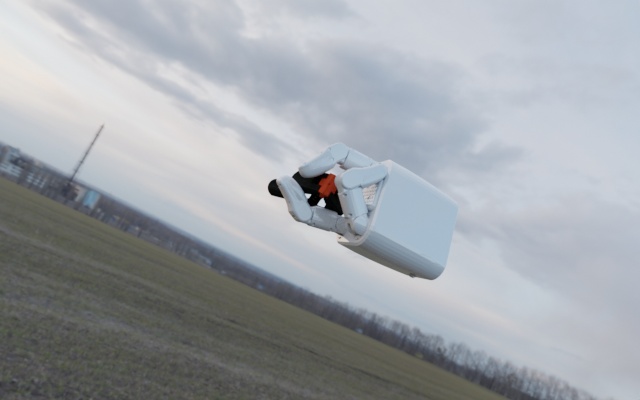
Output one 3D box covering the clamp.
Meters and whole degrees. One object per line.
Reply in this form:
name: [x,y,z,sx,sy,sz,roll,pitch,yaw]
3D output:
clamp: [0.000,0.001,0.618,0.120,0.039,0.171,28,-11,-15]
